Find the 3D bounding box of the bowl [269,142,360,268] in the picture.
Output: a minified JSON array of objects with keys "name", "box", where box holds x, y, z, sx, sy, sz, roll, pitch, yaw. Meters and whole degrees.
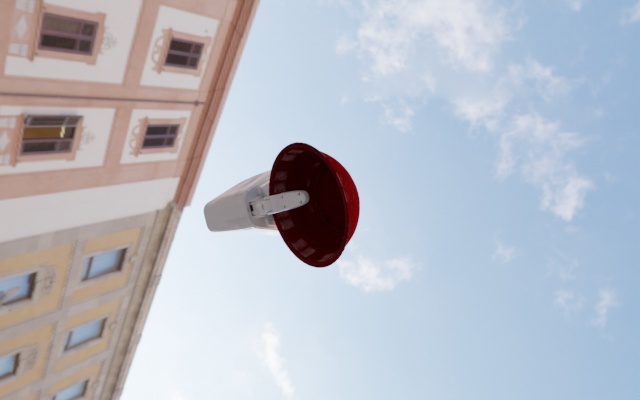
[{"name":"bowl","box":[0.001,0.002,0.617,0.055,0.162,0.162,-15,9,-37]}]
